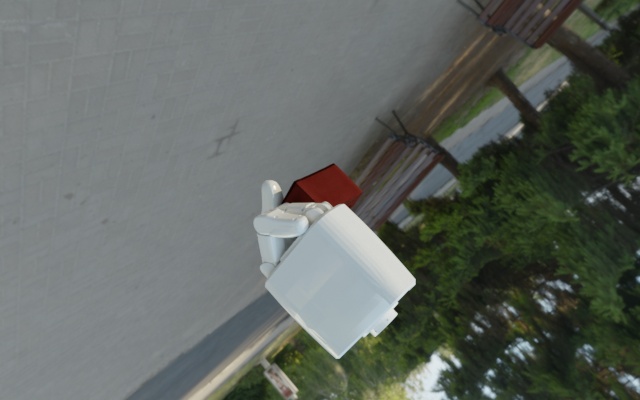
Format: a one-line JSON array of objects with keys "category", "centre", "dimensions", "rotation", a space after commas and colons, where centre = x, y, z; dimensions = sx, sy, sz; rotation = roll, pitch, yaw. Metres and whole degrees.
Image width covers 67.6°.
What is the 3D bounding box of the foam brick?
[{"category": "foam brick", "centre": [0.000, 0.002, 0.541], "dimensions": [0.078, 0.051, 0.053], "rotation": [-29, -22, -49]}]
